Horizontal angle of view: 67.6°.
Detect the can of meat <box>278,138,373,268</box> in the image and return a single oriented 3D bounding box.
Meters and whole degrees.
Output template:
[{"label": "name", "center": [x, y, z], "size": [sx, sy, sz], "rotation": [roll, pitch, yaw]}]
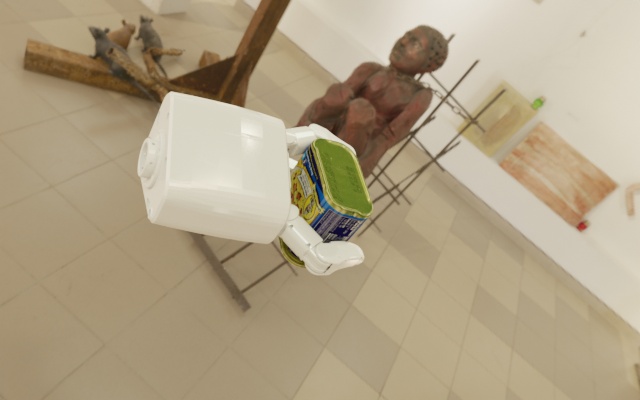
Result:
[{"label": "can of meat", "center": [0.000, 0.001, 0.464], "size": [0.057, 0.102, 0.084], "rotation": [14, -48, -30]}]
